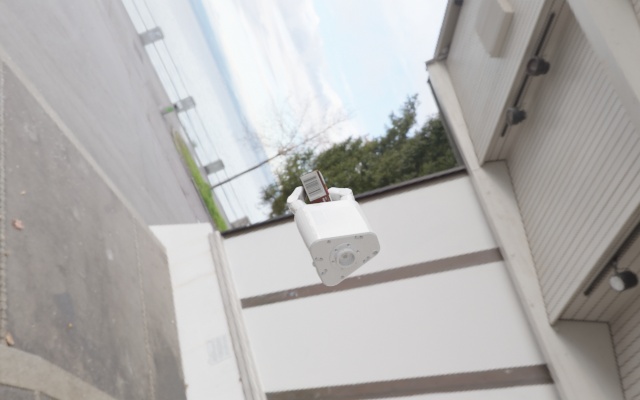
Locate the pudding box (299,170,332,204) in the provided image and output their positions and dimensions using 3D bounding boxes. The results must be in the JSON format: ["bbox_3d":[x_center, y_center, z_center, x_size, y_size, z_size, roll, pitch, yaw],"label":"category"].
[{"bbox_3d":[0.000,0.003,0.861,0.039,0.113,0.090,-21,2,-1],"label":"pudding box"}]
